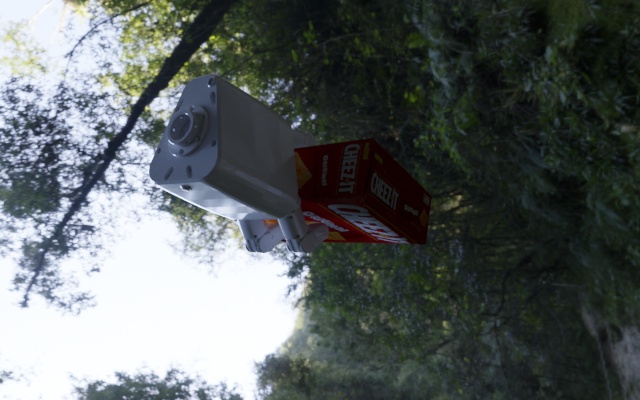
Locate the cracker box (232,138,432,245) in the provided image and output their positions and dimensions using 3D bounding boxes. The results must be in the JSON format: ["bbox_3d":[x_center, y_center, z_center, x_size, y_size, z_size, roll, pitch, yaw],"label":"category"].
[{"bbox_3d":[0.000,0.002,0.566,0.213,0.072,0.164,-2,-21,34],"label":"cracker box"}]
